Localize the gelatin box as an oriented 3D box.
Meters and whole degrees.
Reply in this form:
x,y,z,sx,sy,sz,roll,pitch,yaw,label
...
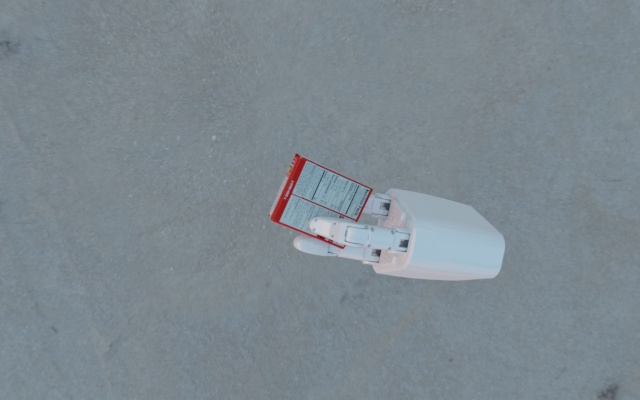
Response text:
x,y,z,sx,sy,sz,roll,pitch,yaw,label
0.000,0.002,0.504,0.089,0.073,0.030,23,6,-17,gelatin box
